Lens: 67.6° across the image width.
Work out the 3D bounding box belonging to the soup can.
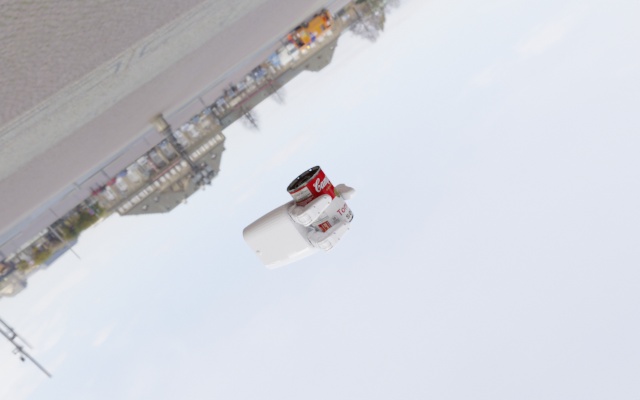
[{"bbox_3d":[0.001,0.003,0.788,0.068,0.102,0.068,-33,17,11],"label":"soup can"}]
